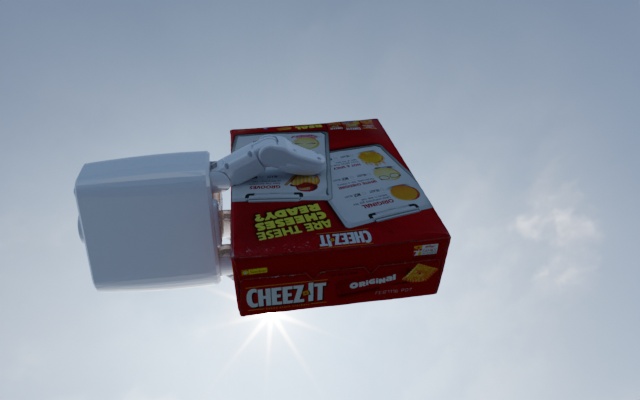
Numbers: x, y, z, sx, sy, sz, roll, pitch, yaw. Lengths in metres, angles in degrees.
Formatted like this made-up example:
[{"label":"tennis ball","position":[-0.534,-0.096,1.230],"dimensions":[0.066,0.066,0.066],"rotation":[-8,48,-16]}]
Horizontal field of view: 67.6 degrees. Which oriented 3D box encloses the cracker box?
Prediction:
[{"label":"cracker box","position":[0.000,0.001,0.445],"dimensions":[0.164,0.072,0.213],"rotation":[-5,35,-8]}]
